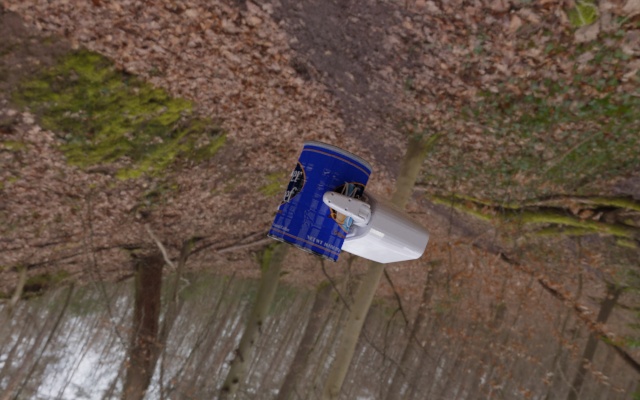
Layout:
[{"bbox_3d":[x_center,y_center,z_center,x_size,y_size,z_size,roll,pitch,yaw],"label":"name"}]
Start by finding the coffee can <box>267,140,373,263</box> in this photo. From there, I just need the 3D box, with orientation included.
[{"bbox_3d":[0.000,0.002,0.659,0.103,0.140,0.103,21,-6,2],"label":"coffee can"}]
